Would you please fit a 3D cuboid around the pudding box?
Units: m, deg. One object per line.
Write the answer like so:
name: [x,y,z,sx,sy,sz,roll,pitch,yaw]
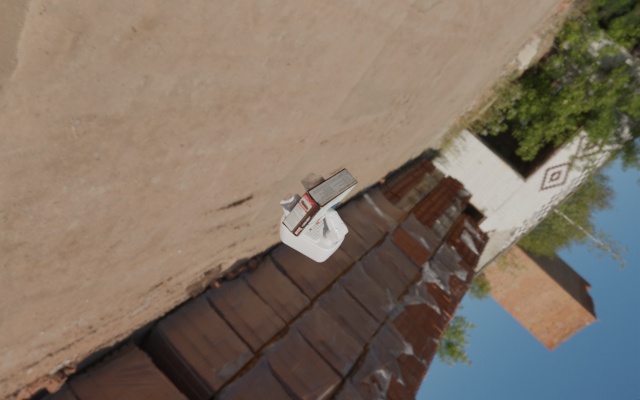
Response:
pudding box: [0.000,0.003,0.784,0.113,0.039,0.090,-36,-12,-48]
